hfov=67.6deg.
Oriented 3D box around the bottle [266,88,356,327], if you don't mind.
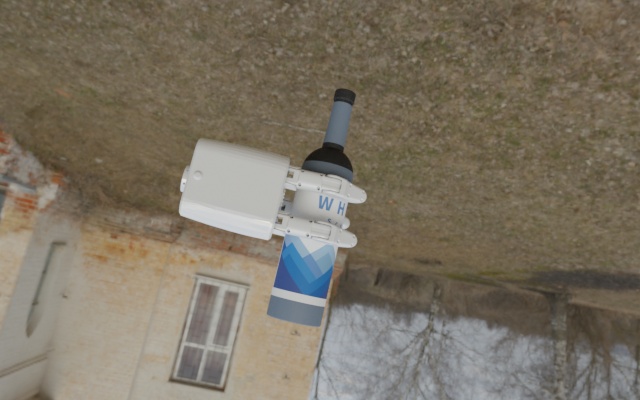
[{"bbox_3d":[0.000,0.002,0.594,0.069,0.295,0.069,13,-9,2],"label":"bottle"}]
